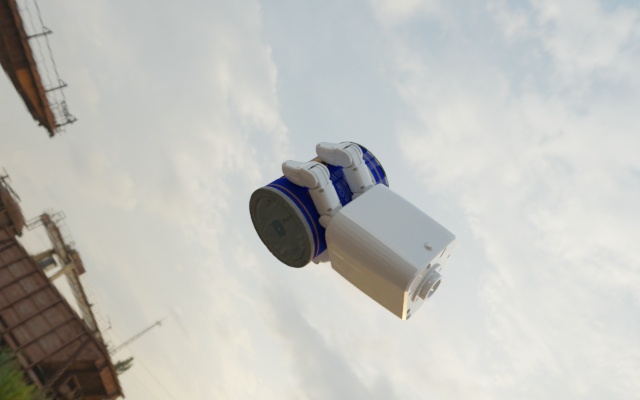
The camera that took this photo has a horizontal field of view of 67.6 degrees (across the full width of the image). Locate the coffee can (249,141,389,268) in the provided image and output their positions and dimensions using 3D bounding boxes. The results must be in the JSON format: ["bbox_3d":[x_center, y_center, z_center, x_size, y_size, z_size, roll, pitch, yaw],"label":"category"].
[{"bbox_3d":[0.000,0.002,0.577,0.140,0.103,0.103,-33,20,-35],"label":"coffee can"}]
